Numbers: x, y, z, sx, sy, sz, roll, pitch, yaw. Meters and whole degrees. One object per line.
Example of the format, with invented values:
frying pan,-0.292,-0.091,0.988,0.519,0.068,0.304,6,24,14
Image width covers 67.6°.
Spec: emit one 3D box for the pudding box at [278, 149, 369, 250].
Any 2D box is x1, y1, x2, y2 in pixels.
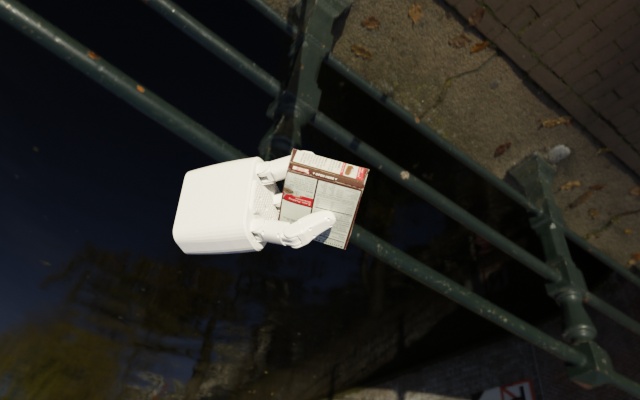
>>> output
pudding box,0.000,0.002,0.560,0.090,0.039,0.114,15,-42,2
